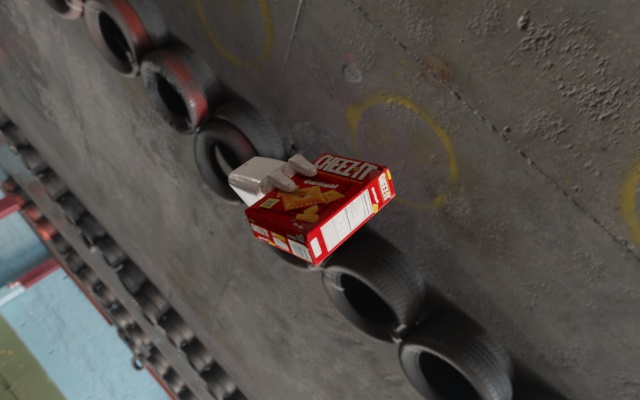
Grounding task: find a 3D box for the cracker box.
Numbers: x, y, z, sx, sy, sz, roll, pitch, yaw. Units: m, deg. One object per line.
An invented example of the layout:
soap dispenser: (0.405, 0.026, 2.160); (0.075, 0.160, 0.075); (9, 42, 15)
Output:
cracker box: (0.000, 0.003, 0.844); (0.164, 0.072, 0.213); (18, 47, 43)
